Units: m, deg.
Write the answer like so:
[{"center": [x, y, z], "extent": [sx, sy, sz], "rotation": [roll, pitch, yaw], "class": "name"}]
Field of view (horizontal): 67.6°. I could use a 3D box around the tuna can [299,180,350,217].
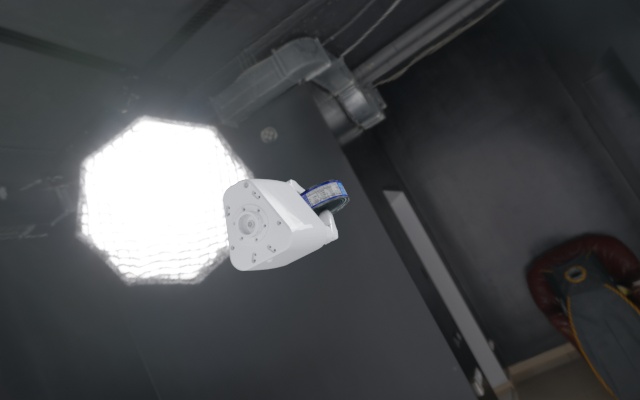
[{"center": [0.000, 0.002, 0.745], "extent": [0.086, 0.033, 0.086], "rotation": [-24, -15, -7], "class": "tuna can"}]
